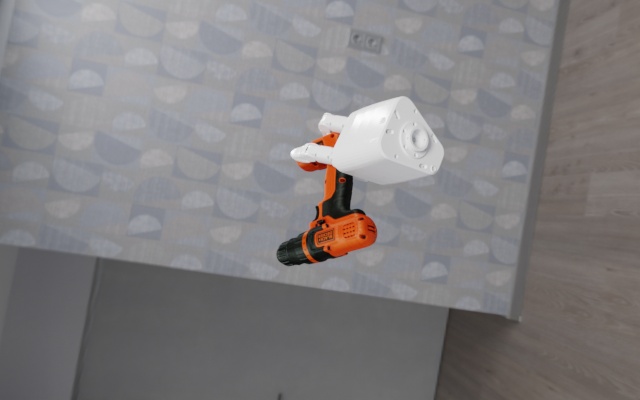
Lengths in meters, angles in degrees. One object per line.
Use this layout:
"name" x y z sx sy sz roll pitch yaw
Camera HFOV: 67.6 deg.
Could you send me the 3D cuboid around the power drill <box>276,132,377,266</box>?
"power drill" 0.000 0.002 0.742 0.184 0.187 0.057 -19 -24 36
